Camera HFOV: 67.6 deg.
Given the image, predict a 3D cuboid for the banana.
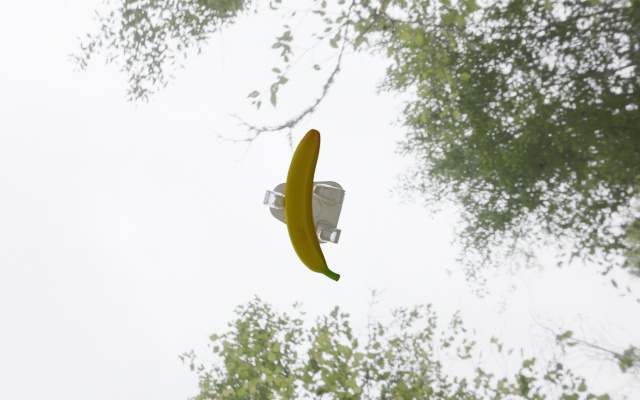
[{"bbox_3d":[-0.016,0.008,0.625,0.069,0.198,0.037,-10,-2,22],"label":"banana"}]
